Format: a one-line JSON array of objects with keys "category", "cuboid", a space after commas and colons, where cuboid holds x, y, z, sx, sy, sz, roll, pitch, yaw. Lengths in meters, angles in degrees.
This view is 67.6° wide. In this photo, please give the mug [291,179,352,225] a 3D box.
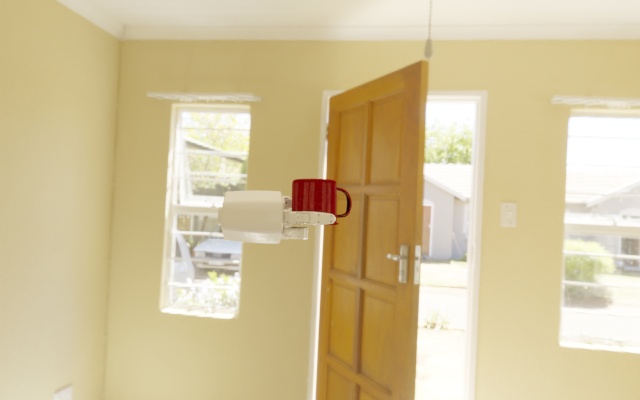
[{"category": "mug", "cuboid": [0.002, 0.003, 0.873, 0.117, 0.081, 0.093, 1, -1, -9]}]
